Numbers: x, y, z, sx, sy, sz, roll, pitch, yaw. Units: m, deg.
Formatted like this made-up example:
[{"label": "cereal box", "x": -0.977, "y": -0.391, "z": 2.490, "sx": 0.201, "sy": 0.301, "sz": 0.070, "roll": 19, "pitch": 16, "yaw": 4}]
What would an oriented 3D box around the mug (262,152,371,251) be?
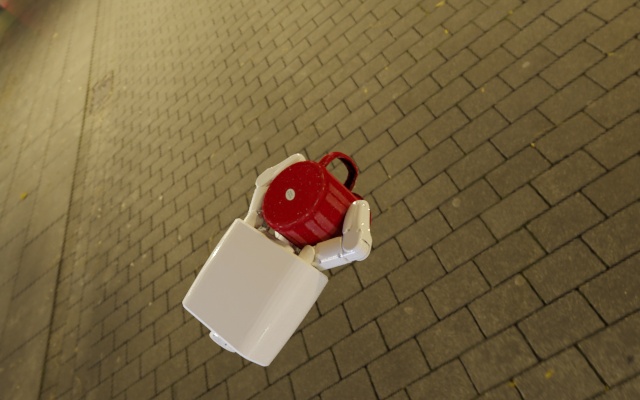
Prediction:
[{"label": "mug", "x": 0.001, "y": 0.000, "z": 0.504, "sx": 0.093, "sy": 0.117, "sz": 0.081, "roll": 23, "pitch": -13, "yaw": 46}]
